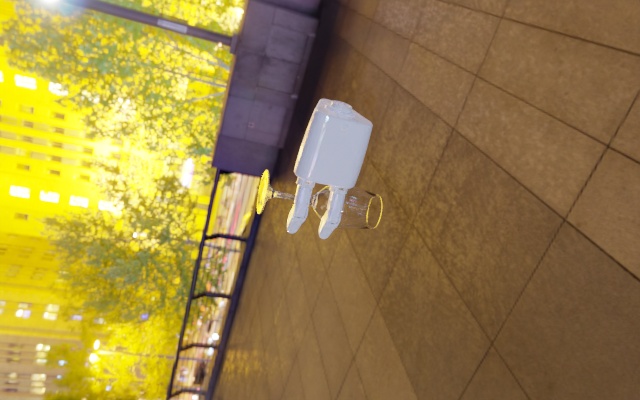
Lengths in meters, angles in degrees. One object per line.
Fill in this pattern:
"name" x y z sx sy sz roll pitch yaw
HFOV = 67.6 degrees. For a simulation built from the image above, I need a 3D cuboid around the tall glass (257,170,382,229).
"tall glass" -0.001 0.003 0.802 0.201 0.079 0.079 11 -3 -17
